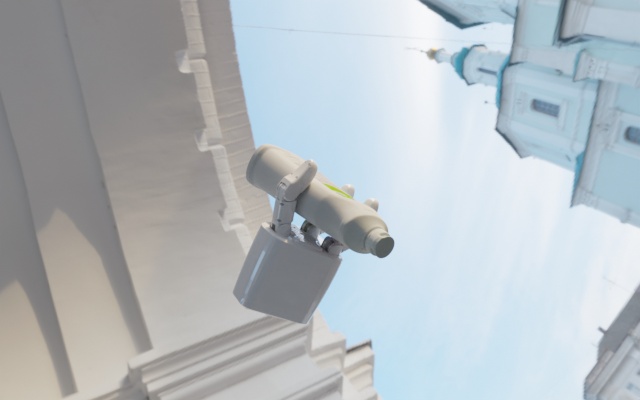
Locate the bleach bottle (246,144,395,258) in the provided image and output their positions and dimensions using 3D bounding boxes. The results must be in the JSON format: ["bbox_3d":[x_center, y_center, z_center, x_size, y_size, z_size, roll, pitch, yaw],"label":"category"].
[{"bbox_3d":[0.000,0.002,0.625,0.102,0.068,0.250,18,12,-40],"label":"bleach bottle"}]
